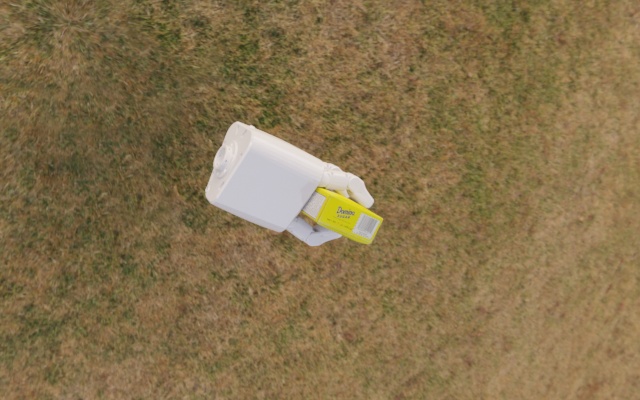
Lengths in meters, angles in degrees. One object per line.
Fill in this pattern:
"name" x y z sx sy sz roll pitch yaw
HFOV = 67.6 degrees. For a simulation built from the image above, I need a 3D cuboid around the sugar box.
"sugar box" 0.000 0.002 0.671 0.093 0.048 0.176 25 6 -32
